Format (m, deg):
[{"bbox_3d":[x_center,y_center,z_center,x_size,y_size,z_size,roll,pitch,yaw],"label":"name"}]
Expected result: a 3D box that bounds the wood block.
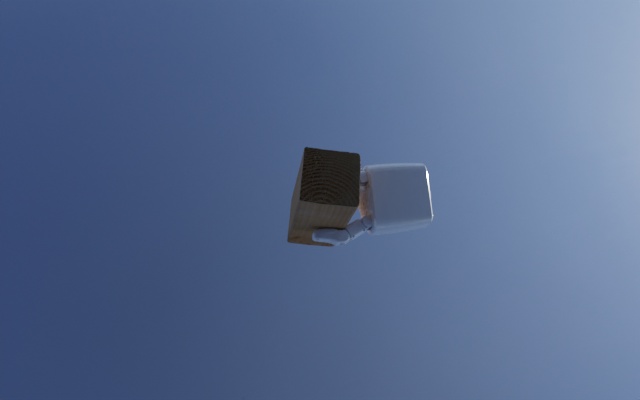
[{"bbox_3d":[0.000,0.003,0.799,0.090,0.090,0.206,6,-23,-7],"label":"wood block"}]
